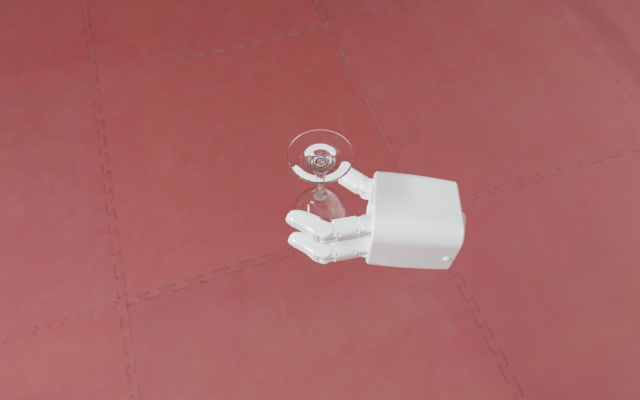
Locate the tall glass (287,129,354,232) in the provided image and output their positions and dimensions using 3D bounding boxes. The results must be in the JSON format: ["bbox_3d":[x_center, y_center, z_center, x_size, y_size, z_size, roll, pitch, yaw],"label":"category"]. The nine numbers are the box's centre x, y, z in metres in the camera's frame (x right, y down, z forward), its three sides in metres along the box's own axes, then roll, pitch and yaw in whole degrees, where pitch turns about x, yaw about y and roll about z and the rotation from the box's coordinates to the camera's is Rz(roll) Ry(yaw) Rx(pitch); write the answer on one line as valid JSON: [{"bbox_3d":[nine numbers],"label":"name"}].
[{"bbox_3d":[0.000,0.002,0.611,0.079,0.079,0.201,0,-31,-1],"label":"tall glass"}]
